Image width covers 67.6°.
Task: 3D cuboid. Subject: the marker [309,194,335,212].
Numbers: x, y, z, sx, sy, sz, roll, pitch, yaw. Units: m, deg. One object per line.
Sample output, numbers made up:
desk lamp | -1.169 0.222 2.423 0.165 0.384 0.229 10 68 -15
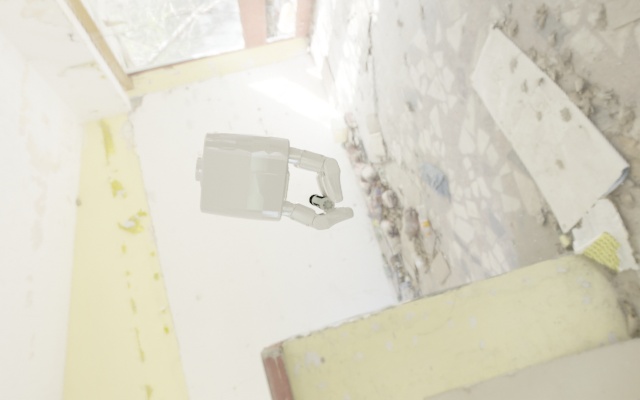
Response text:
marker | 0.000 0.002 0.685 0.020 0.020 0.121 0 4 -9
